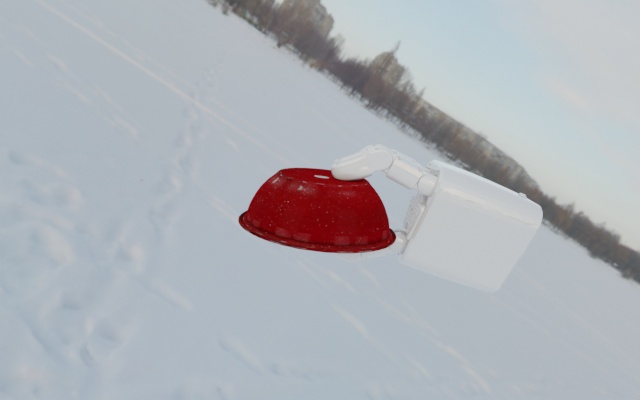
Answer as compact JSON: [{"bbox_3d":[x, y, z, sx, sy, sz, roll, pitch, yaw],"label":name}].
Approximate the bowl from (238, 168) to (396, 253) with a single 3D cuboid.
[{"bbox_3d":[-0.001,0.001,0.483,0.162,0.055,0.162,6,12,-1],"label":"bowl"}]
